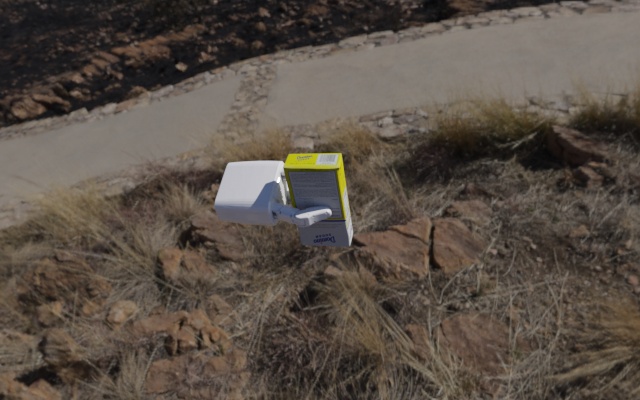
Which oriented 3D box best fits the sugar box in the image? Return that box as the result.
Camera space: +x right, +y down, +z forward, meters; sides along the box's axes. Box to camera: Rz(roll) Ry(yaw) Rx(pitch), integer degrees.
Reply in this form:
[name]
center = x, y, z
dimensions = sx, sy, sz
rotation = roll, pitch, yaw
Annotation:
[sugar box]
center = 0.000, 0.002, 0.821
dimensions = 0.093, 0.176, 0.048
rotation = 1, 42, 14
